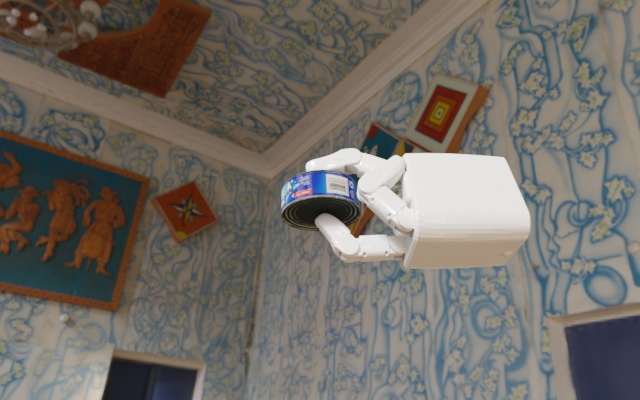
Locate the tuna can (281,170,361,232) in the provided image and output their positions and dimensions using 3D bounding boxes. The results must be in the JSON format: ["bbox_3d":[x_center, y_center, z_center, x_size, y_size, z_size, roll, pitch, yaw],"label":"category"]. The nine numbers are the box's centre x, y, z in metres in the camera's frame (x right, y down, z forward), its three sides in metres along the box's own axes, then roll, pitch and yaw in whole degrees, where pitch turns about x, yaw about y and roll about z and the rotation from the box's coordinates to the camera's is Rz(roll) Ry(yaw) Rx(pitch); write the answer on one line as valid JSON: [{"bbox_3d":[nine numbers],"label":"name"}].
[{"bbox_3d":[0.000,0.001,0.518,0.086,0.033,0.086,-2,-27,-1],"label":"tuna can"}]
